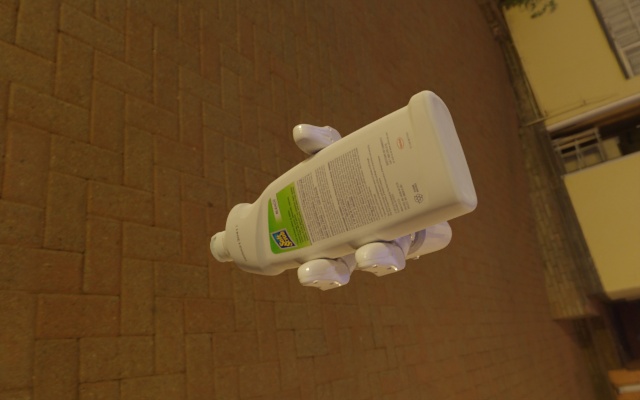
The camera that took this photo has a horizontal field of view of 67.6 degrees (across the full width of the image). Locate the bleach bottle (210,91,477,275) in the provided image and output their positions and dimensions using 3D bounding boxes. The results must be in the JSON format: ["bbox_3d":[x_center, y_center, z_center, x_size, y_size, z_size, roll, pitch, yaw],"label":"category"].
[{"bbox_3d":[0.000,0.001,0.425,0.251,0.102,0.068,-21,-14,28],"label":"bleach bottle"}]
